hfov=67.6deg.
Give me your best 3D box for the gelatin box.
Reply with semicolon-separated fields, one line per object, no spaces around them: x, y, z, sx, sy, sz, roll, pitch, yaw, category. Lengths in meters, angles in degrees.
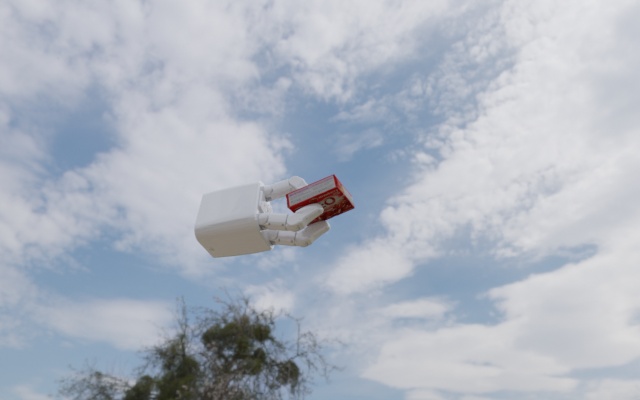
0.000;0.002;0.765;0.089;0.030;0.073;-23;-36;15;gelatin box
